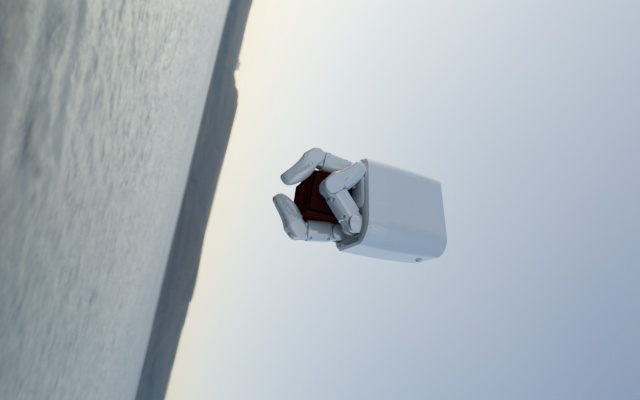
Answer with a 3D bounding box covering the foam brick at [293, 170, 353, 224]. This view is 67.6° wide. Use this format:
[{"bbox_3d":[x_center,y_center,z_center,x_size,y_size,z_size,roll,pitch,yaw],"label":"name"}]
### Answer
[{"bbox_3d":[0.000,0.002,0.587,0.051,0.053,0.078,13,-17,-16],"label":"foam brick"}]
